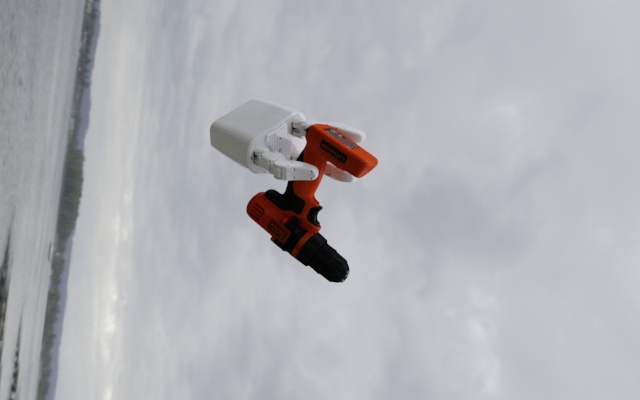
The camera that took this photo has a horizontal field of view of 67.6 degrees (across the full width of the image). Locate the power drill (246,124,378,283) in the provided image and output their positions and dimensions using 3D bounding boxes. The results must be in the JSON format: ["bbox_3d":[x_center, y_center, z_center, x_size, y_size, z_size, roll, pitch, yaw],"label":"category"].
[{"bbox_3d":[0.000,0.002,0.674,0.184,0.188,0.057,37,21,13],"label":"power drill"}]
